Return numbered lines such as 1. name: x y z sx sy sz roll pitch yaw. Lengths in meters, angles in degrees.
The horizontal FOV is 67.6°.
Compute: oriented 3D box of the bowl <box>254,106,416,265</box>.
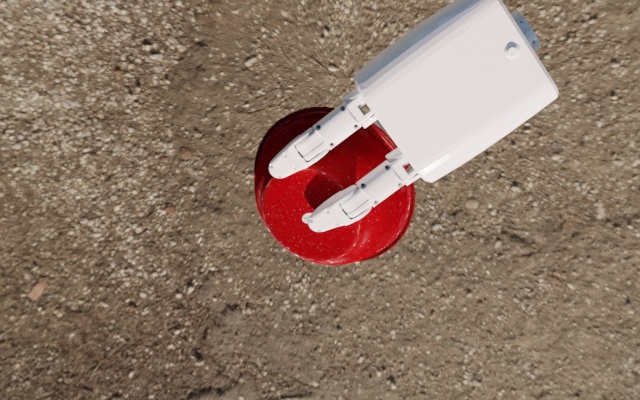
1. bowl: -0.001 0.002 0.431 0.162 0.162 0.055 0 27 24
